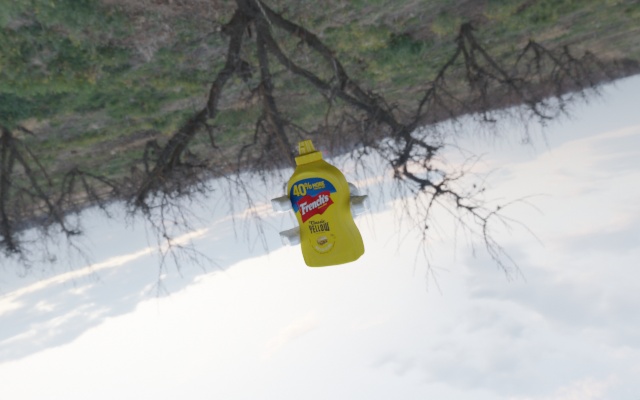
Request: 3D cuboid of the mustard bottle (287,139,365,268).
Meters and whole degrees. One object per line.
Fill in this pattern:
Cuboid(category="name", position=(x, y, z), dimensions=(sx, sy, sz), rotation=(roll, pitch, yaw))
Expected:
Cuboid(category="mustard bottle", position=(0.000, 0.003, 0.724), dimensions=(0.096, 0.191, 0.058), rotation=(-11, 7, 28))
